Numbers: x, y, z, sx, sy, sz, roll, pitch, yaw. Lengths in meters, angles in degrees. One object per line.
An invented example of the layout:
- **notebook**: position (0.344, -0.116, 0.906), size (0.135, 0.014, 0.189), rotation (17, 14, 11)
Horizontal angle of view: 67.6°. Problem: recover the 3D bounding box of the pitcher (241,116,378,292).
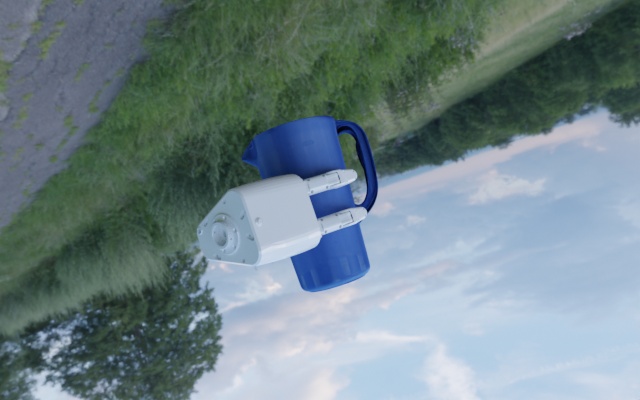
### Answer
- **pitcher**: position (0.000, 0.002, 0.711), size (0.149, 0.243, 0.145), rotation (-19, -3, 39)
